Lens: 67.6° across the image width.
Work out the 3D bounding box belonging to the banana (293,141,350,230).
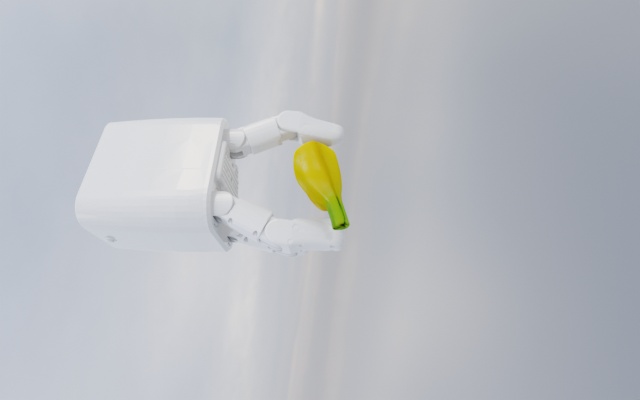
[{"bbox_3d":[-0.002,-0.017,0.423,0.037,0.069,0.198,-8,4,0],"label":"banana"}]
